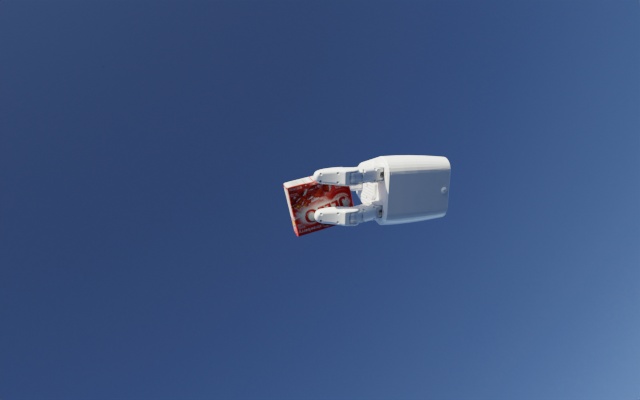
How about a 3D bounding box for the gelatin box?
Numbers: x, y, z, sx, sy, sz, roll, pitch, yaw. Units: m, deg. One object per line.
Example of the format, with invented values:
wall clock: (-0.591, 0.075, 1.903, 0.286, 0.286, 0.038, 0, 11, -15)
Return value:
gelatin box: (0.000, 0.002, 0.669, 0.089, 0.073, 0.030, -15, 18, -10)
